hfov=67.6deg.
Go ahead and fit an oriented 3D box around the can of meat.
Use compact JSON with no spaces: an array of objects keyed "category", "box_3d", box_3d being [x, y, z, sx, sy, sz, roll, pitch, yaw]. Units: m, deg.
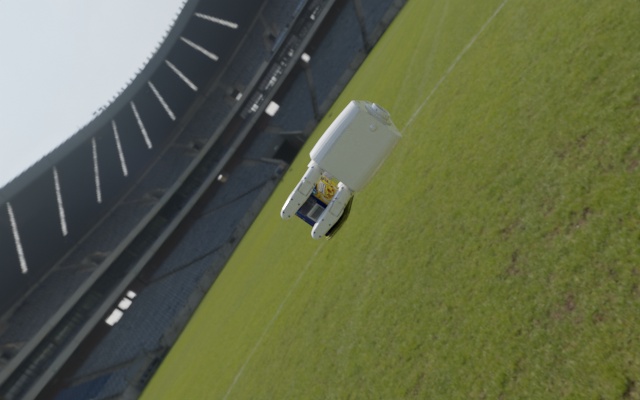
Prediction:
[{"category":"can of meat","box_3d":[0.000,0.002,0.758,0.084,0.057,0.102,35,26,-8]}]
